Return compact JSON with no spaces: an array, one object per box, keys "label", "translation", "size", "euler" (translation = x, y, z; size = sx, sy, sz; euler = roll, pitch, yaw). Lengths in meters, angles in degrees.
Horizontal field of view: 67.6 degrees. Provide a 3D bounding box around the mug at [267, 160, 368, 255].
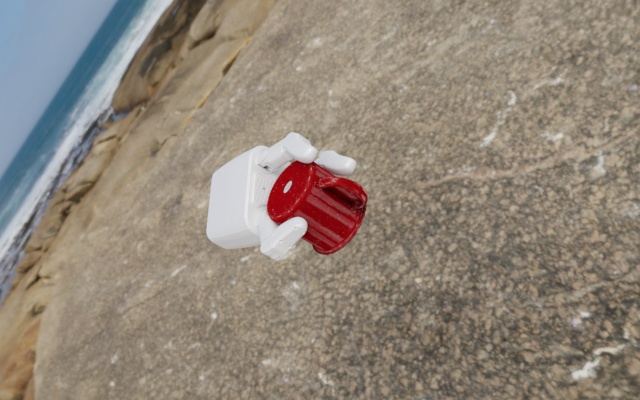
[{"label":"mug","translation":[0.001,0.001,0.543],"size":[0.081,0.093,0.117],"euler":[33,-32,-30]}]
